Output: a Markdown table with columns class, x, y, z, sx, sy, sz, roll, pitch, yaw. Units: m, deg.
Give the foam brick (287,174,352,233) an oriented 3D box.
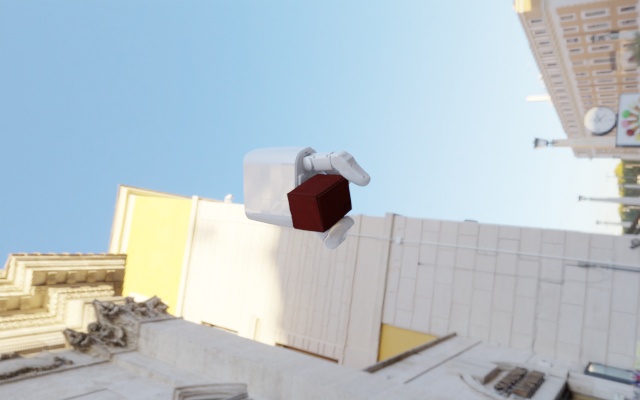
| class | x | y | z | sx | sy | sz | roll | pitch | yaw |
| --- | --- | --- | --- | --- | --- | --- | --- | --- | --- |
| foam brick | 0.000 | 0.002 | 0.640 | 0.051 | 0.053 | 0.078 | 5 | 26 | 33 |
